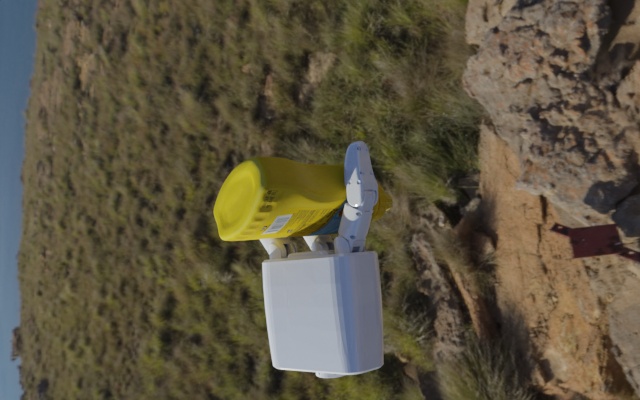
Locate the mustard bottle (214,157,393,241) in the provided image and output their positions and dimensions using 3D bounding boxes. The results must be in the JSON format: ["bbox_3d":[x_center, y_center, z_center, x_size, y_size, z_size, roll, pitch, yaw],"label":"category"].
[{"bbox_3d":[0.000,0.001,0.473,0.191,0.058,0.096,1,-34,-38],"label":"mustard bottle"}]
